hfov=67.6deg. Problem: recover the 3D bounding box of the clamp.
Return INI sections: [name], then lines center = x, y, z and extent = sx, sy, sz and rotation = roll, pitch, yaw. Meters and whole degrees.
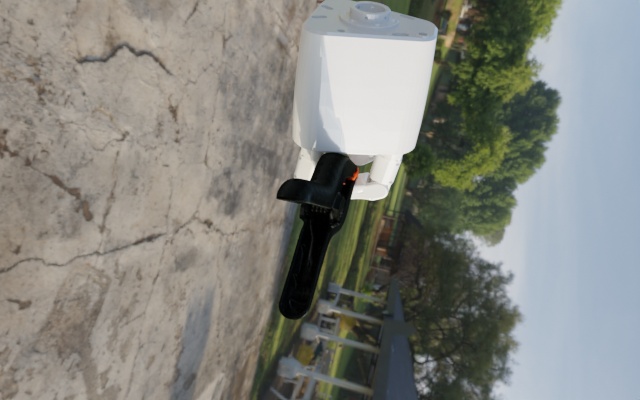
[clamp]
center = 0.001, 0.001, 0.404
extent = 0.039, 0.120, 0.171
rotation = 13, 40, 9
